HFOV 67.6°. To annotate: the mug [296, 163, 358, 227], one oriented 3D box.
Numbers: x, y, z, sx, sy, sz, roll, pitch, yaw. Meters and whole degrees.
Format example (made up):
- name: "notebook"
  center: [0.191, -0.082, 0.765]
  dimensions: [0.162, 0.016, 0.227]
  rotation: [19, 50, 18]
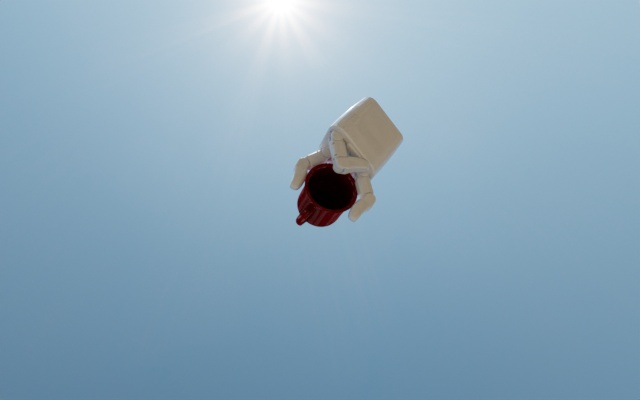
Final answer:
- name: "mug"
  center: [-0.001, 0.004, 0.819]
  dimensions: [0.117, 0.093, 0.081]
  rotation: [-46, -5, -31]
